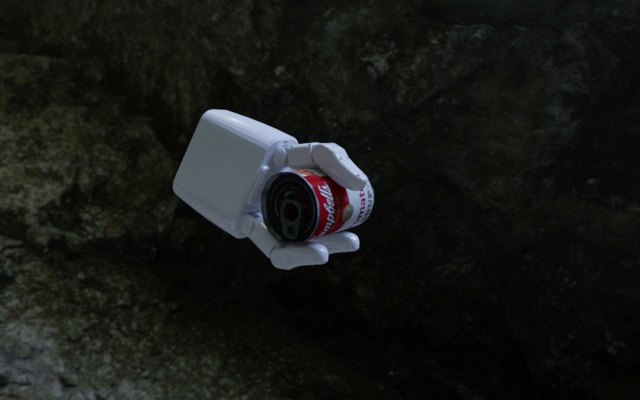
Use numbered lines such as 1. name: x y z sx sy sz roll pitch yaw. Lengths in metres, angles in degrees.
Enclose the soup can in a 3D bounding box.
1. soup can: 0.001 0.002 0.471 0.068 0.068 0.102 0 7 36
